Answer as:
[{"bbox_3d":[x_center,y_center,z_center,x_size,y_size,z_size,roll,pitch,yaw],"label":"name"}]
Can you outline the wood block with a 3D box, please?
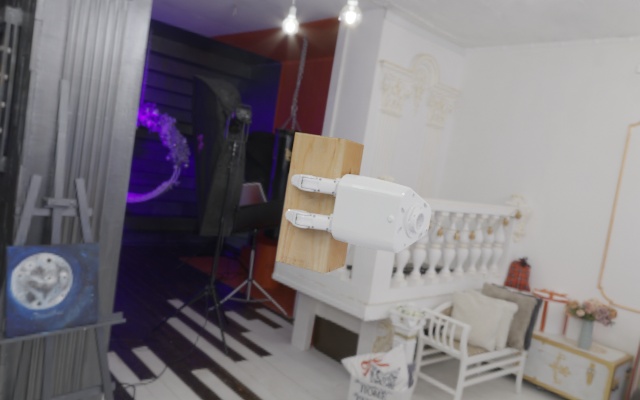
[{"bbox_3d":[0.001,0.002,0.774,0.090,0.206,0.091,11,5,24],"label":"wood block"}]
